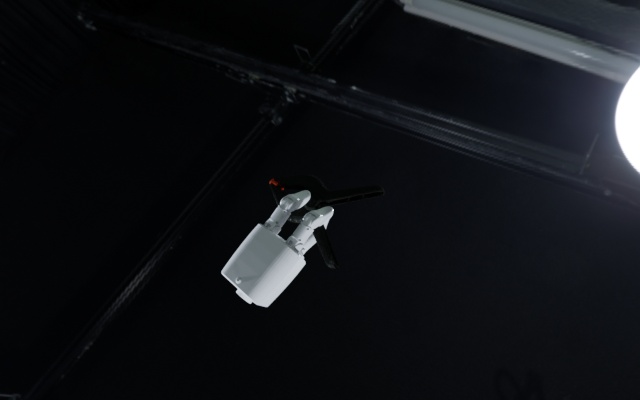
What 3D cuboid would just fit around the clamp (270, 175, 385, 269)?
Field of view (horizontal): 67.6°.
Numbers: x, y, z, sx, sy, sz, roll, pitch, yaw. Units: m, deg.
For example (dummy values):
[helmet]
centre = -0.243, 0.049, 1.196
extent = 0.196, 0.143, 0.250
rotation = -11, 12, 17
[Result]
[clamp]
centre = 0.000, 0.003, 0.853
extent = 0.210, 0.164, 0.036
rotation = 35, -11, 29
